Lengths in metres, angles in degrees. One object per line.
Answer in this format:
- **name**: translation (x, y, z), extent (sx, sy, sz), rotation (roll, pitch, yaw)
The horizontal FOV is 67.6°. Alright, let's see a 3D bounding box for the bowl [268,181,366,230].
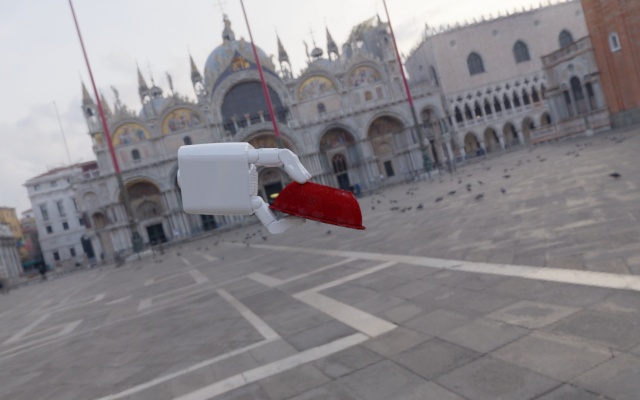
- **bowl**: translation (0.001, 0.002, 0.767), extent (0.162, 0.055, 0.162), rotation (13, 1, 0)
